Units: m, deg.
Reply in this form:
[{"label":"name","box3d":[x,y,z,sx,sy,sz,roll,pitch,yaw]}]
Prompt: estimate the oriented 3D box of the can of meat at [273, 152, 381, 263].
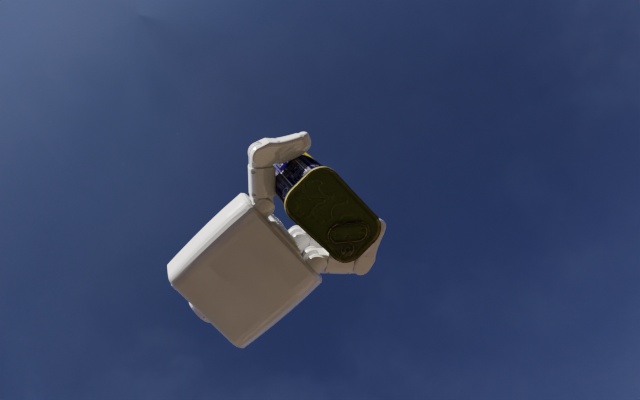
[{"label":"can of meat","box3d":[0.000,0.001,0.470,0.102,0.057,0.084,44,1,-28]}]
